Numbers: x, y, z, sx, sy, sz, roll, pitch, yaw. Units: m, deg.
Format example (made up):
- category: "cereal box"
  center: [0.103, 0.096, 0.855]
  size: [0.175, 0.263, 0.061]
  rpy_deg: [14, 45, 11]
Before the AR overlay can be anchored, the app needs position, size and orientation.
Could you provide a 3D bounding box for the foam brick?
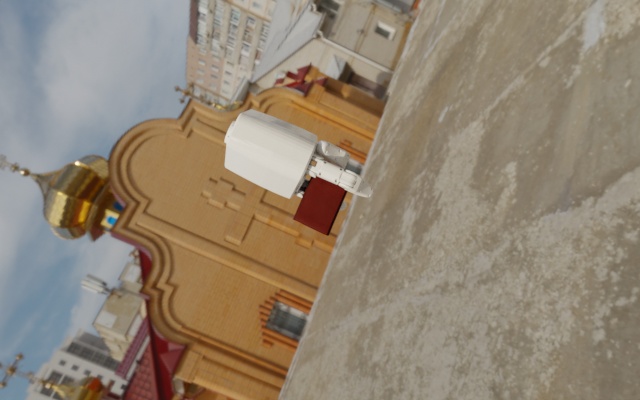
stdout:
- category: "foam brick"
  center: [0.000, 0.002, 0.655]
  size: [0.051, 0.078, 0.053]
  rpy_deg: [23, -4, -5]
